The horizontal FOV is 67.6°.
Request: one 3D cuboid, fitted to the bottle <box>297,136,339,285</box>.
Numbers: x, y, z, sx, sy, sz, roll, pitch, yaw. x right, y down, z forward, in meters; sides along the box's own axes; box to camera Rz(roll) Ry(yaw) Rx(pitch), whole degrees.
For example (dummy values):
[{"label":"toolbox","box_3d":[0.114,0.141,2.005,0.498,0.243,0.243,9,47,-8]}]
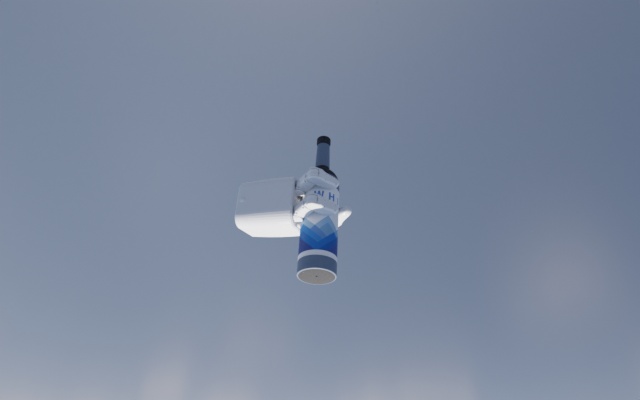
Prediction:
[{"label":"bottle","box_3d":[0.000,0.003,0.867,0.069,0.295,0.069,2,-33,1]}]
